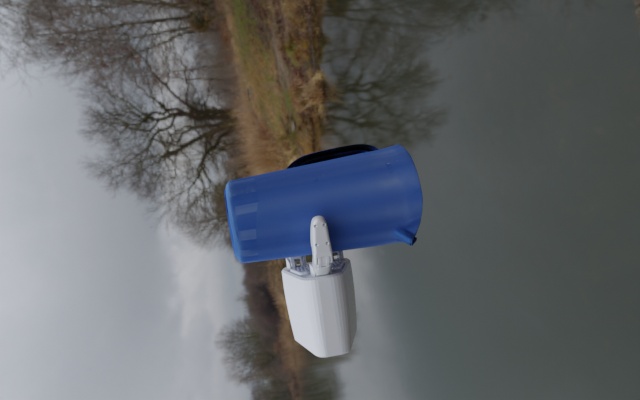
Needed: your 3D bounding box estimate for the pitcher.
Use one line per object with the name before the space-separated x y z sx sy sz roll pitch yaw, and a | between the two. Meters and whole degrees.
pitcher | 0.000 0.002 0.637 0.243 0.145 0.149 -9 3 -9
